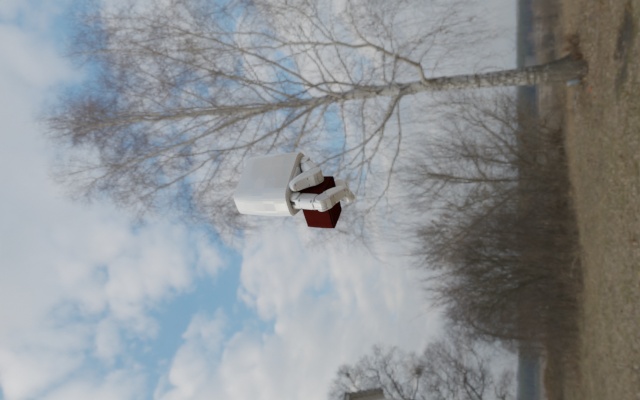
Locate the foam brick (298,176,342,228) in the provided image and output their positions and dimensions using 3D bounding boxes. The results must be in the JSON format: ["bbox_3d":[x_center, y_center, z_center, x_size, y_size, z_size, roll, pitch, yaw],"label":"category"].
[{"bbox_3d":[0.000,0.003,0.832,0.051,0.078,0.053,-1,36,22],"label":"foam brick"}]
